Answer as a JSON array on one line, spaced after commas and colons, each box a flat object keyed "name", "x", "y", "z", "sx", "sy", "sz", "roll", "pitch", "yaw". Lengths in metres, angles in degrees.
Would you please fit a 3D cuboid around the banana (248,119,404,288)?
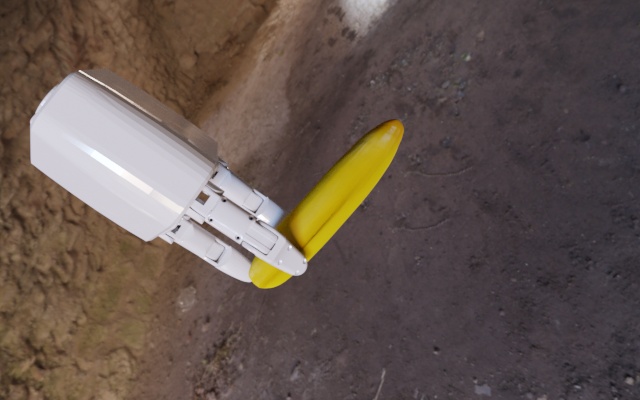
[{"name": "banana", "x": -0.002, "y": 0.010, "z": 0.395, "sx": 0.037, "sy": 0.198, "sz": 0.069, "roll": 40, "pitch": 14, "yaw": -11}]
